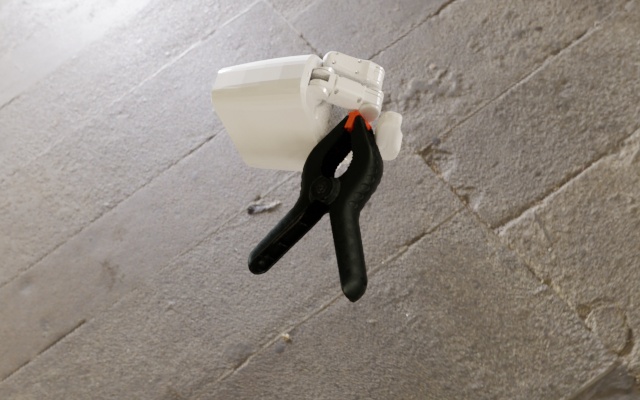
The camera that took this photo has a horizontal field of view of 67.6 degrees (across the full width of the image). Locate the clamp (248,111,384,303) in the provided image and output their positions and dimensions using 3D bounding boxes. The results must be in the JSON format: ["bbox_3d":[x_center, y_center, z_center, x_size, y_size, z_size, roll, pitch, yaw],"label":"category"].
[{"bbox_3d":[0.000,0.001,0.423,0.120,0.171,0.039,1,-28,29],"label":"clamp"}]
